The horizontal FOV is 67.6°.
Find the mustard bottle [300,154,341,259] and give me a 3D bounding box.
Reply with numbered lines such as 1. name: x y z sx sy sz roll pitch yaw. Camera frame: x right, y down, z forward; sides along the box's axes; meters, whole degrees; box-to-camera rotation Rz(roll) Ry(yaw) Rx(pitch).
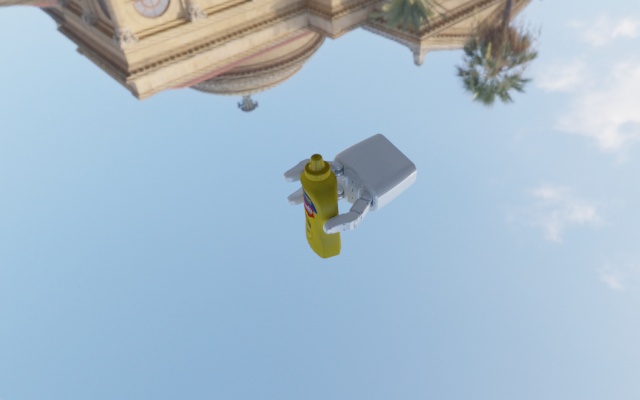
1. mustard bottle: 0.000 0.003 0.795 0.058 0.192 0.096 -14 44 -10
